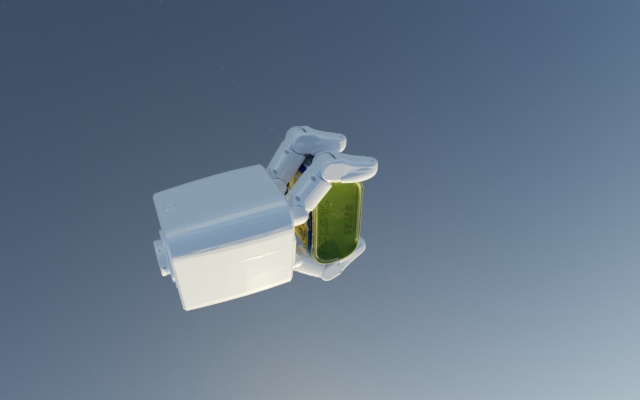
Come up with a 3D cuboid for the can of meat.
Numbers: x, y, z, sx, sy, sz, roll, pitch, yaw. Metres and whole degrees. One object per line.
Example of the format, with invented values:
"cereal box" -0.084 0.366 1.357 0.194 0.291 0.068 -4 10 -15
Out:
"can of meat" 0.000 0.002 0.488 0.057 0.102 0.084 -12 33 -20
